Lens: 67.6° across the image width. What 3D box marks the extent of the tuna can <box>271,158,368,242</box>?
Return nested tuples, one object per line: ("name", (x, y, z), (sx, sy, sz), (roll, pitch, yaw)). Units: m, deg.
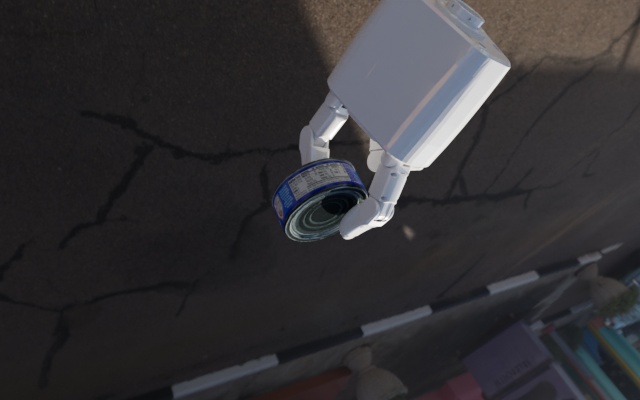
("tuna can", (0.000, 0.002, 0.444), (0.086, 0.033, 0.086), (-19, -31, -12))
